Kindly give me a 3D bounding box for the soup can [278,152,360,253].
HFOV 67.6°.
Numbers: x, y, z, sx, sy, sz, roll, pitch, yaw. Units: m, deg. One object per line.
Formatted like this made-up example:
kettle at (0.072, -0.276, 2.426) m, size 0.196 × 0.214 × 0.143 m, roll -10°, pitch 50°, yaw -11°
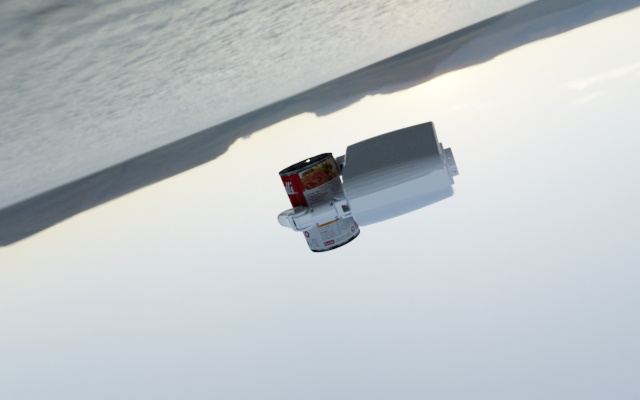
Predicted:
soup can at (0.000, 0.002, 0.566) m, size 0.068 × 0.102 × 0.068 m, roll -20°, pitch 12°, yaw 5°
